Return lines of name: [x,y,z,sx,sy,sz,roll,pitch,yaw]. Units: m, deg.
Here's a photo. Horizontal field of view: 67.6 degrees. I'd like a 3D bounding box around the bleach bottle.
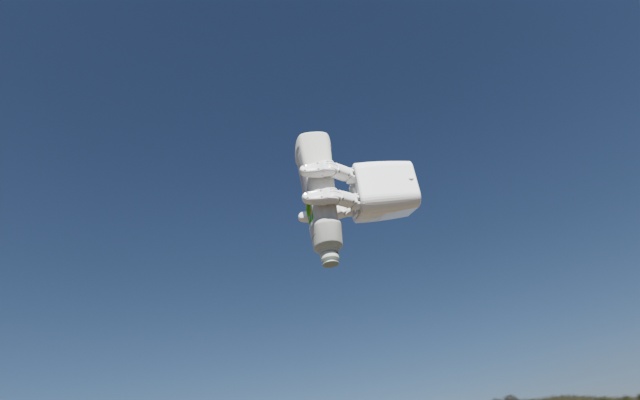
bleach bottle: [0.000,0.003,0.853,0.068,0.250,0.103,-5,-30,-7]
